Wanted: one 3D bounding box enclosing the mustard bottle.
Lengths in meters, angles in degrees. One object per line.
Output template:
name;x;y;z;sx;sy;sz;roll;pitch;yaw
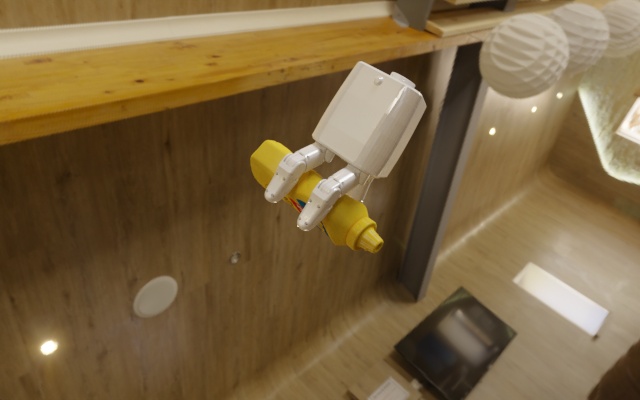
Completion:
mustard bottle;0.000;0.002;0.588;0.191;0.058;0.096;37;-11;29
